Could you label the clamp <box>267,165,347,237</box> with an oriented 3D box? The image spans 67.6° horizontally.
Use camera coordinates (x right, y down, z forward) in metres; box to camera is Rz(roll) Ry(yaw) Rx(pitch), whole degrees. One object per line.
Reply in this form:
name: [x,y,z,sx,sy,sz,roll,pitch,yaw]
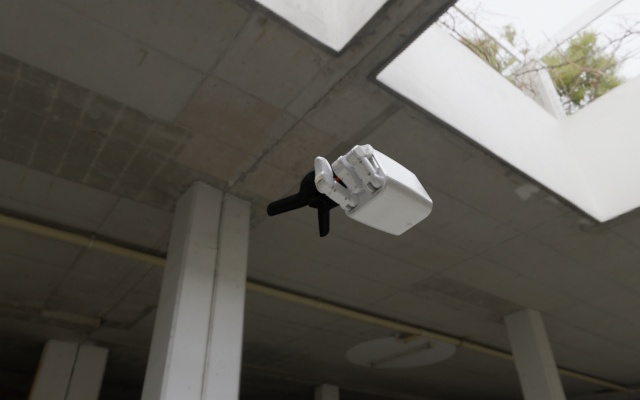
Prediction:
clamp: [0.000,0.002,0.808,0.120,0.039,0.171,26,-43,-28]
